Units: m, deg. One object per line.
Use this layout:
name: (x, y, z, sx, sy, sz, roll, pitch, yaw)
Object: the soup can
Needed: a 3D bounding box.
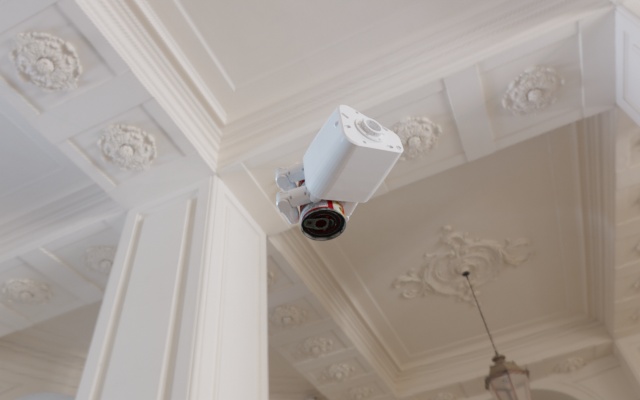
soup can: (0.000, 0.003, 0.739, 0.068, 0.069, 0.102, 0, 44, -7)
